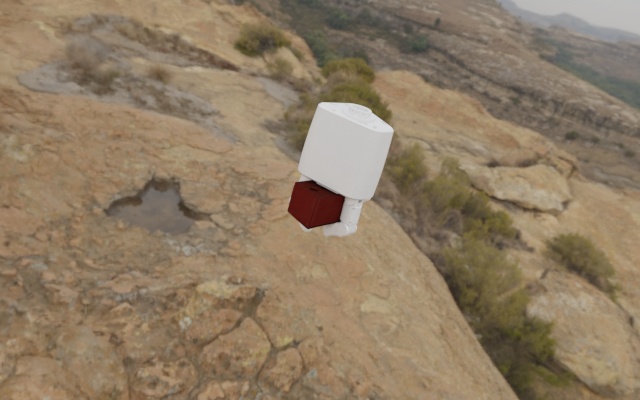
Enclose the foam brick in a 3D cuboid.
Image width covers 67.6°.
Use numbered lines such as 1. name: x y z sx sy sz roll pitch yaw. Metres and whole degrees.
1. foam brick: 0.000 0.002 0.701 0.078 0.051 0.053 -10 36 -43
